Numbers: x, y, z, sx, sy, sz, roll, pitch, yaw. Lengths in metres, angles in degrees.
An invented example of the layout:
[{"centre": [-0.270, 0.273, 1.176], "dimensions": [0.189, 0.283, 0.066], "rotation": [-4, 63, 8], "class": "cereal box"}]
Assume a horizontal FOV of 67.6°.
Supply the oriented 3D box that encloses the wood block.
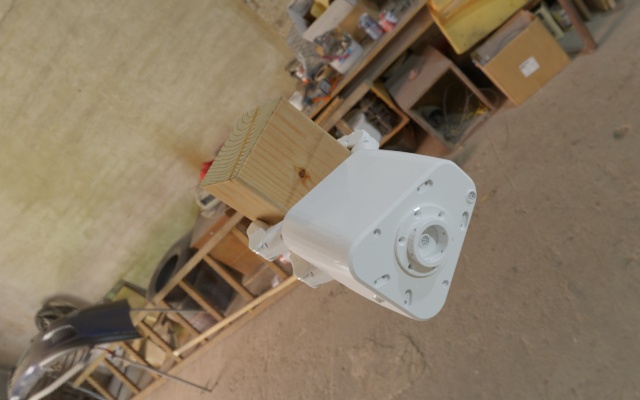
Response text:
[{"centre": [0.000, 0.001, 0.480], "dimensions": [0.206, 0.090, 0.090], "rotation": [36, -22, -26], "class": "wood block"}]
